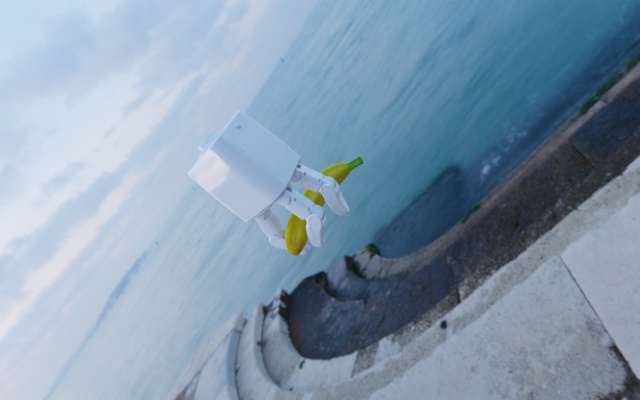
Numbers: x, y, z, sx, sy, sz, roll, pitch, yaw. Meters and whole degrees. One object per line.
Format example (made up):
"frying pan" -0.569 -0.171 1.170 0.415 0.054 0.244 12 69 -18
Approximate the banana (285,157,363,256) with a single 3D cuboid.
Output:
"banana" -0.008 0.004 0.705 0.037 0.197 0.069 43 -32 -16
